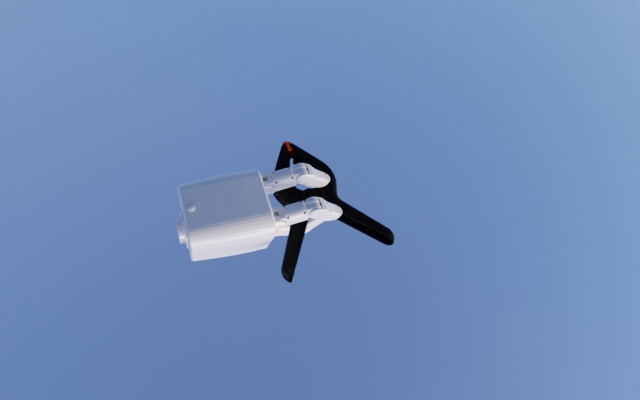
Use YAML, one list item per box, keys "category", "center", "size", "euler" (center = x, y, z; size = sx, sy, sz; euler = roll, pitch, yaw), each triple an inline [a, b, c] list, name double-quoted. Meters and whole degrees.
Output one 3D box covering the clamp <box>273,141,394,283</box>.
- category: "clamp"
  center: [0.000, 0.002, 0.674]
  size: [0.164, 0.210, 0.036]
  euler: [-11, -29, -17]
